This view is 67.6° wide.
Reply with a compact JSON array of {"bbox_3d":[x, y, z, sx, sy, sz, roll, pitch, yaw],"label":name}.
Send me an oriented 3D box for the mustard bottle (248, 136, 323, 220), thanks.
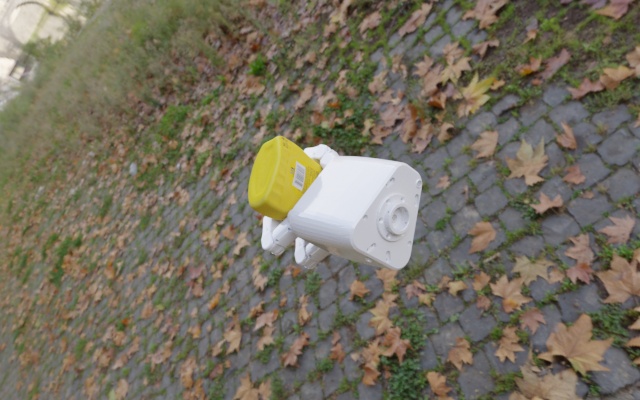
[{"bbox_3d":[0.000,0.002,0.615,0.192,0.096,0.058,30,-36,-35],"label":"mustard bottle"}]
